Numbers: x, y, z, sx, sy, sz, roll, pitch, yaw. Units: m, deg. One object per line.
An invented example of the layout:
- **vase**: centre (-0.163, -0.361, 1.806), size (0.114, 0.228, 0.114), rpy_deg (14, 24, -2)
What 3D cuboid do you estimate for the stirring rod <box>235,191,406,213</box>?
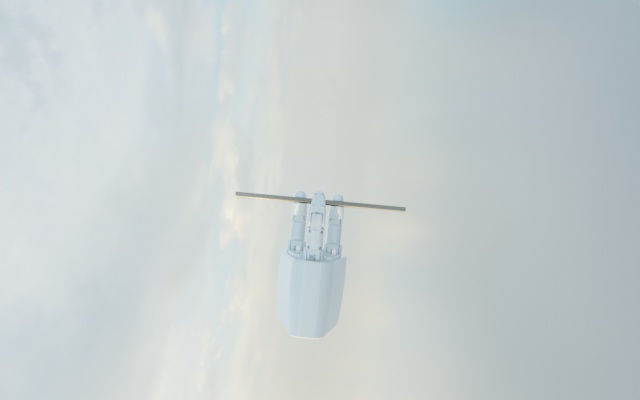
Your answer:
- **stirring rod**: centre (0.000, 0.002, 0.675), size (0.239, 0.011, 0.011), rpy_deg (5, 0, 0)
